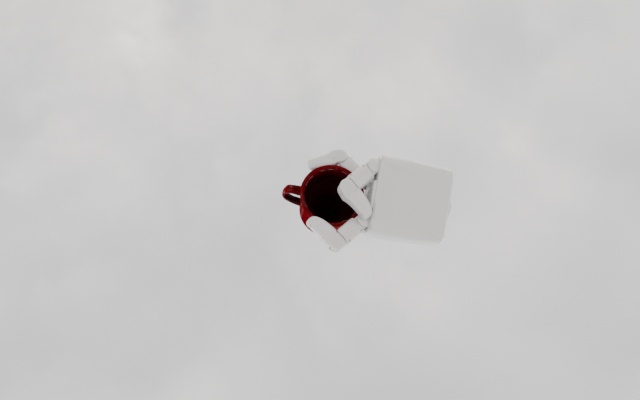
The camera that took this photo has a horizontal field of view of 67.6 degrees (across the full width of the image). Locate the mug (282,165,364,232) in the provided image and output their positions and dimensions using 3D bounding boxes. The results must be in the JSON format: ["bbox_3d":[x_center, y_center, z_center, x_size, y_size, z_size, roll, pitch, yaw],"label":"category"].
[{"bbox_3d":[-0.001,0.002,0.711,0.117,0.093,0.081,11,-19,-4],"label":"mug"}]
